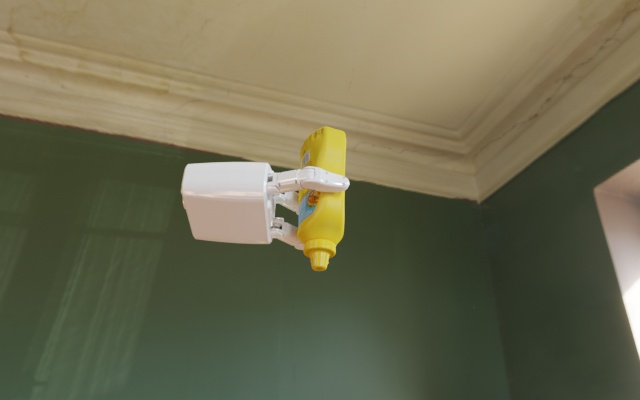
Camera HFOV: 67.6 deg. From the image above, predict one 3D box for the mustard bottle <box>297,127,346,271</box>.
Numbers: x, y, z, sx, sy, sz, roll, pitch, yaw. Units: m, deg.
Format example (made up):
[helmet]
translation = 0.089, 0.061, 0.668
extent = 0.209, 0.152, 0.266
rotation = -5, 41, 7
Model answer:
[mustard bottle]
translation = 0.000, 0.002, 0.645
extent = 0.058, 0.191, 0.096
rotation = 14, -31, -20
